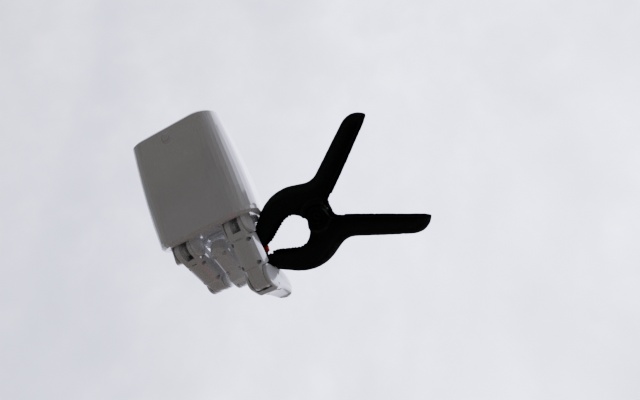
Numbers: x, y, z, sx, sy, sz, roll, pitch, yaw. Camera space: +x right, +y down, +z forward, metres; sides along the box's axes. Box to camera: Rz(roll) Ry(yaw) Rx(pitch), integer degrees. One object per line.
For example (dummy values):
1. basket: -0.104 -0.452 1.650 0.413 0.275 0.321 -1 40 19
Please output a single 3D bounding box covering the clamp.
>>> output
1. clamp: 0.000 0.002 0.437 0.171 0.120 0.039 -24 -8 10
